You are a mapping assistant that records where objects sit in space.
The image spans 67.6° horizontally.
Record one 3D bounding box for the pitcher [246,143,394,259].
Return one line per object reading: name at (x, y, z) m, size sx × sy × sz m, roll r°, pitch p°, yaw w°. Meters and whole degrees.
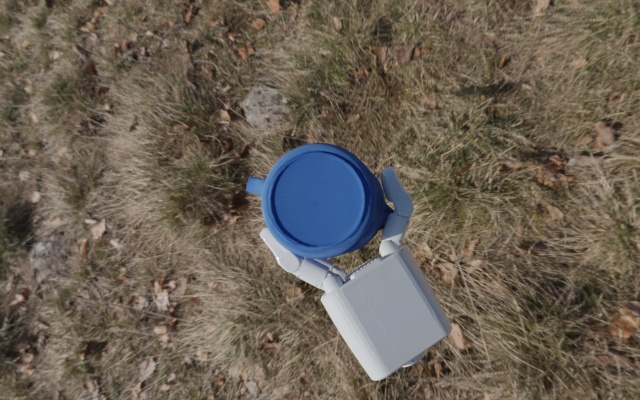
pitcher at (0.000, 0.002, 0.551) m, size 0.149 × 0.145 × 0.243 m, roll -30°, pitch -5°, yaw 5°
